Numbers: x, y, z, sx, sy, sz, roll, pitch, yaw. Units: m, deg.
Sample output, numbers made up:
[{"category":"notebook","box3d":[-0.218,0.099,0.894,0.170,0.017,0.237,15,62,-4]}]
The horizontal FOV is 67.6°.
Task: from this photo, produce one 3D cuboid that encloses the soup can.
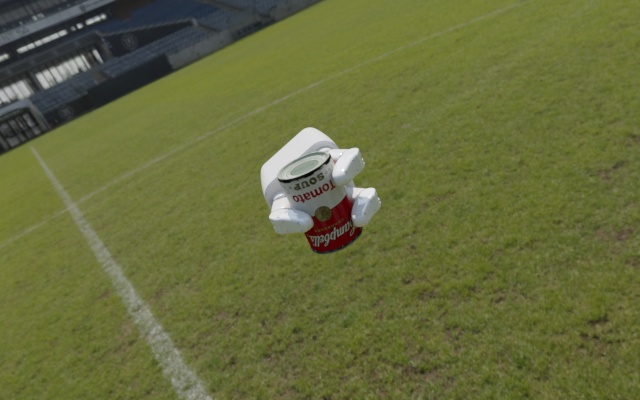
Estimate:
[{"category":"soup can","box3d":[0.000,0.002,0.556,0.068,0.102,0.068,-21,23,9]}]
